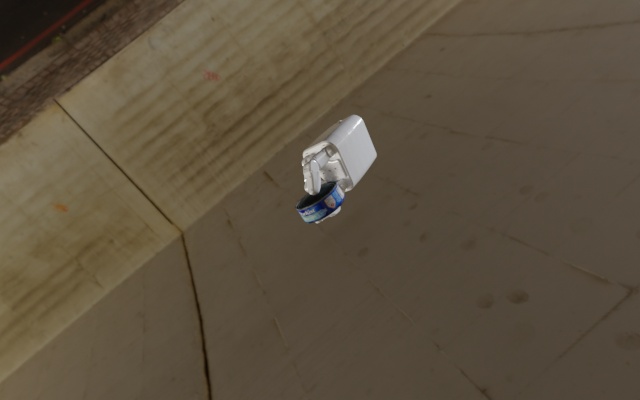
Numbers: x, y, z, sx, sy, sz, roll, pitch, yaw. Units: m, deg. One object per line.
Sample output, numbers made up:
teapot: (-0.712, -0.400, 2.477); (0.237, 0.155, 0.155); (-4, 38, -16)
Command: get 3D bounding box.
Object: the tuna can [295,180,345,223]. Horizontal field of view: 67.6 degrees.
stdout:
tuna can: (0.000, 0.003, 0.843); (0.086, 0.034, 0.086); (-31, 16, 10)
